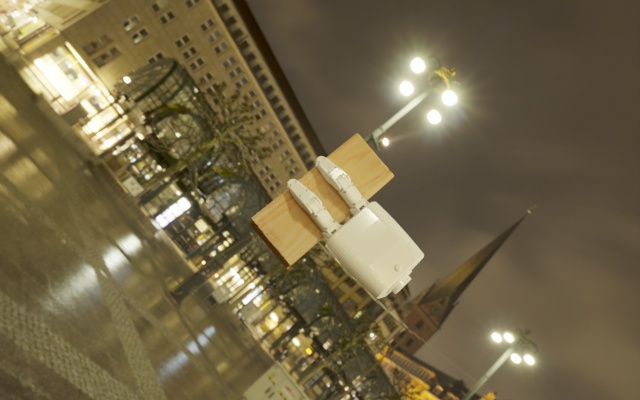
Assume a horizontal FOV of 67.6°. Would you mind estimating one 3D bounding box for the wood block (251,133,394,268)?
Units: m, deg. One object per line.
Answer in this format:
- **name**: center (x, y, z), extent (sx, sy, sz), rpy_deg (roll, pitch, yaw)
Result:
- **wood block**: center (0.000, 0.003, 0.739), extent (0.206, 0.090, 0.091), rpy_deg (-40, -4, -13)
